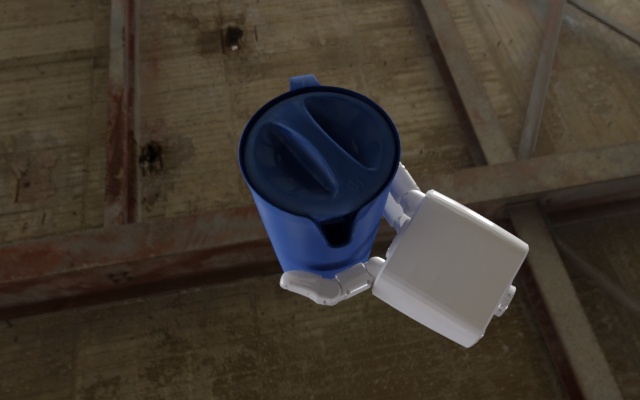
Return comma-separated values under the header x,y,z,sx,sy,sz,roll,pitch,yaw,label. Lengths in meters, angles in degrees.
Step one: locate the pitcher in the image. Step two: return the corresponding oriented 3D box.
x,y,z,sx,sy,sz,roll,pitch,yaw,label
0.000,0.002,0.495,0.145,0.149,0.243,29,-25,16,pitcher
